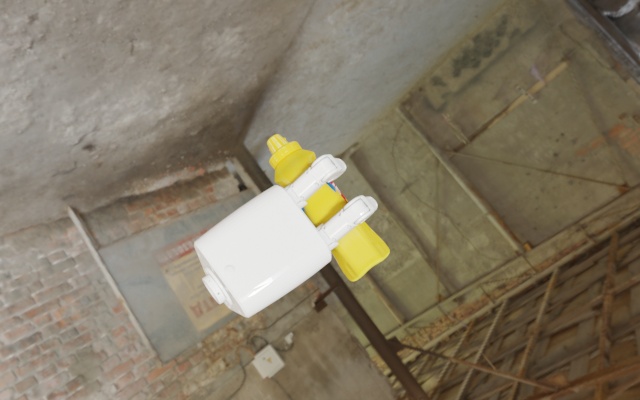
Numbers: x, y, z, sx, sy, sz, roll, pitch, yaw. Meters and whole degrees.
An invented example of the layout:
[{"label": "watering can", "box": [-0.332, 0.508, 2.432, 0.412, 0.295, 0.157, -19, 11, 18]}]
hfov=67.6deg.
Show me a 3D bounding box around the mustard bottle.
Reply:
[{"label": "mustard bottle", "box": [0.001, 0.002, 0.555, 0.058, 0.191, 0.096, -38, -8, 2]}]
